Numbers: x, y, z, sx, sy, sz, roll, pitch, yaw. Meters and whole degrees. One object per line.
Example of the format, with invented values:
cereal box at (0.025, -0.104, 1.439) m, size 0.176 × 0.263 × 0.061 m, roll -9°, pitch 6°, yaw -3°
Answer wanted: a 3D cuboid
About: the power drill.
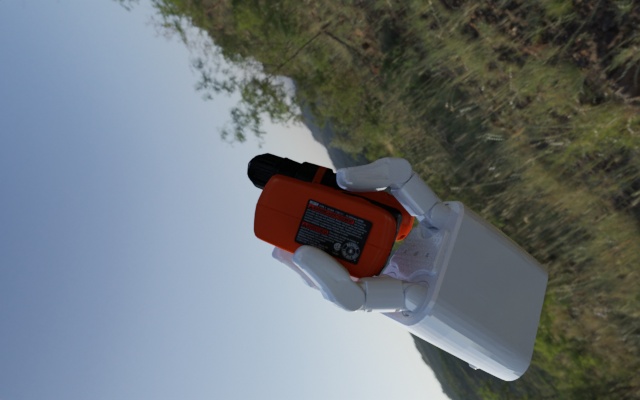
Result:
power drill at (0.000, 0.002, 0.438) m, size 0.184 × 0.057 × 0.187 m, roll 18°, pitch 11°, yaw 5°
